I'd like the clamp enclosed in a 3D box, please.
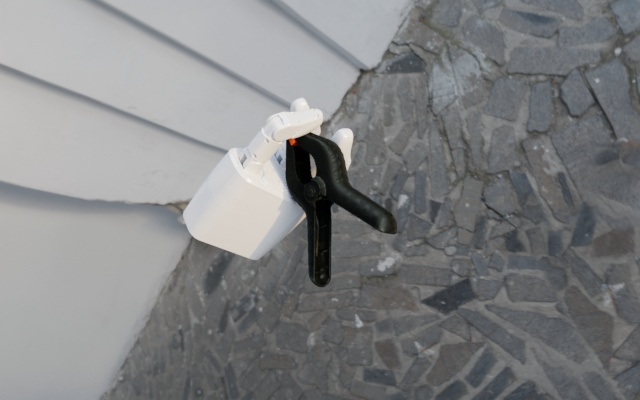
[{"bbox_3d":[0.000,0.001,0.501,0.039,0.171,0.120,11,-50,-47],"label":"clamp"}]
